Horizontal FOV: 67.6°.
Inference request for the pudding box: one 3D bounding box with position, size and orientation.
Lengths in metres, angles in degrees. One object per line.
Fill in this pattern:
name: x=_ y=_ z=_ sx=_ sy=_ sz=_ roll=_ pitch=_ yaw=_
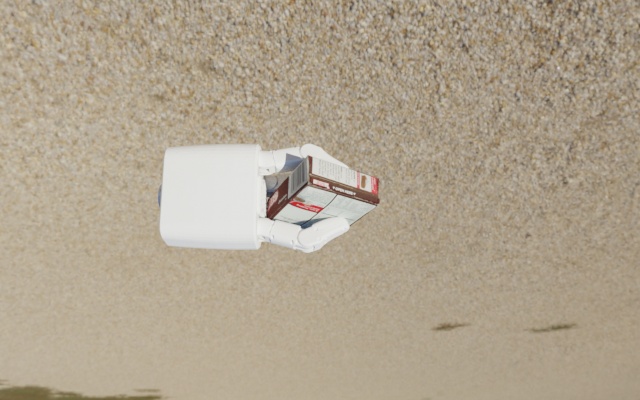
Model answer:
pudding box: x=0.000 y=0.002 z=0.541 sx=0.090 sy=0.039 sz=0.113 roll=15 pitch=-30 yaw=-24
